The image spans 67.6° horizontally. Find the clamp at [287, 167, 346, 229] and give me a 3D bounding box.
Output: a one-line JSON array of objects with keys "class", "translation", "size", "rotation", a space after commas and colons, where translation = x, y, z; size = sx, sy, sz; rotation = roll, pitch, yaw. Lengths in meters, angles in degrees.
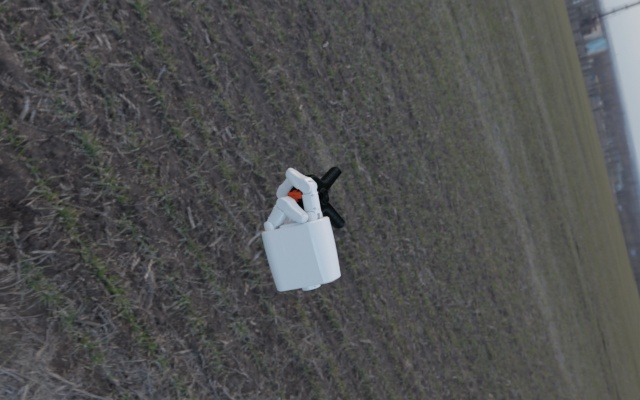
[{"class": "clamp", "translation": [0.001, 0.003, 0.879], "size": [0.039, 0.120, 0.171], "rotation": [-13, 1, 33]}]
